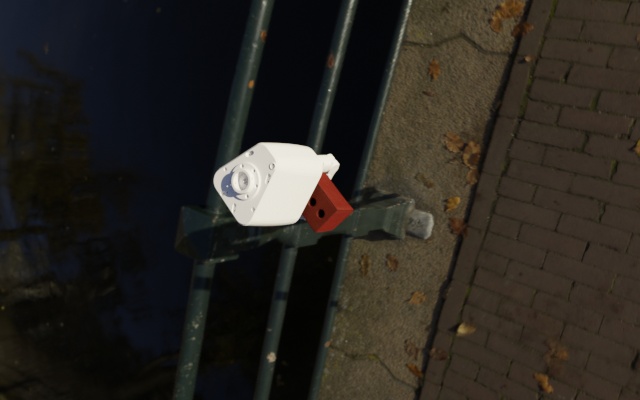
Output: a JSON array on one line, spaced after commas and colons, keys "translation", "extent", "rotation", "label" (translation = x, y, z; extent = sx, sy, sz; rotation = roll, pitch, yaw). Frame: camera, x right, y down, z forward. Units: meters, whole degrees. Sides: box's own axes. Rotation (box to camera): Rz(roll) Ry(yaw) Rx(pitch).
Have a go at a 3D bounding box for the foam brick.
[{"translation": [0.000, 0.002, 0.715], "extent": [0.053, 0.078, 0.051], "rotation": [-45, -21, 23], "label": "foam brick"}]
